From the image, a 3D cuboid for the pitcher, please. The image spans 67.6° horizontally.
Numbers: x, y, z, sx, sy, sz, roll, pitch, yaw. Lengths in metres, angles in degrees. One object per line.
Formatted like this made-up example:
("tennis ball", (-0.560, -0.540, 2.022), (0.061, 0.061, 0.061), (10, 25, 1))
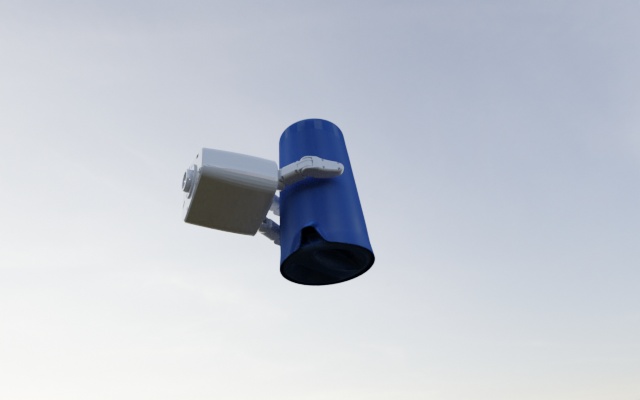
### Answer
("pitcher", (0.000, 0.002, 0.730), (0.145, 0.242, 0.149), (10, -37, -24))
